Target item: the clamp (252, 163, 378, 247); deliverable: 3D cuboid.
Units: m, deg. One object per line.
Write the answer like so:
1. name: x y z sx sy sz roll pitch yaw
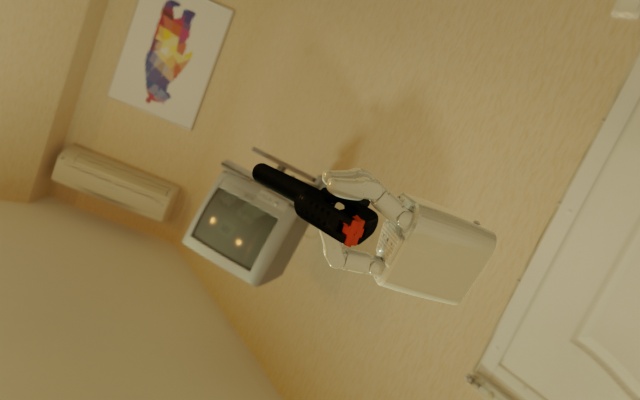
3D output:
1. clamp: 0.000 0.003 0.550 0.164 0.036 0.210 15 11 -10
